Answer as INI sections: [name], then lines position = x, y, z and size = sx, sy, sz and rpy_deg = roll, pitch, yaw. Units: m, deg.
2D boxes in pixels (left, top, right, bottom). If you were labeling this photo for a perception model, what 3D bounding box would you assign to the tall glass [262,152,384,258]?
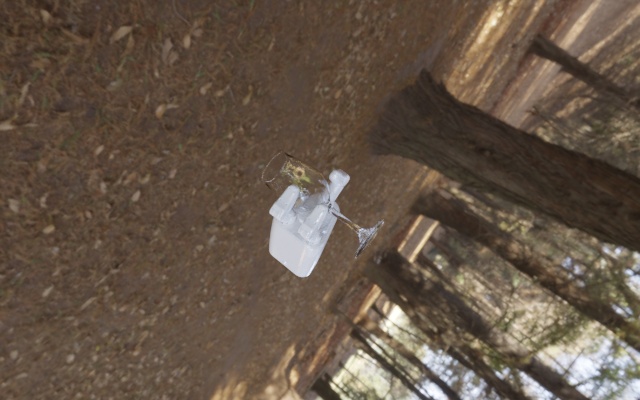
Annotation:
[tall glass]
position = 0.001, 0.003, 0.768
size = 0.201, 0.079, 0.079
rpy_deg = 37, 11, 15
